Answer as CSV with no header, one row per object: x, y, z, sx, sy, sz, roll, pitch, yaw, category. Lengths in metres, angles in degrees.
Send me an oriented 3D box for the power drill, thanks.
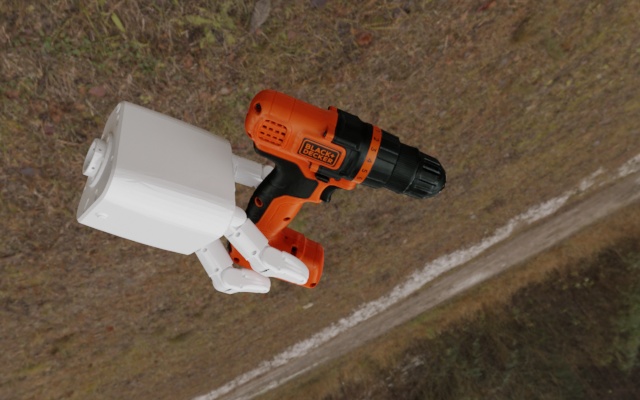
0.000,0.002,0.455,0.184,0.188,0.057,21,36,-9,power drill
